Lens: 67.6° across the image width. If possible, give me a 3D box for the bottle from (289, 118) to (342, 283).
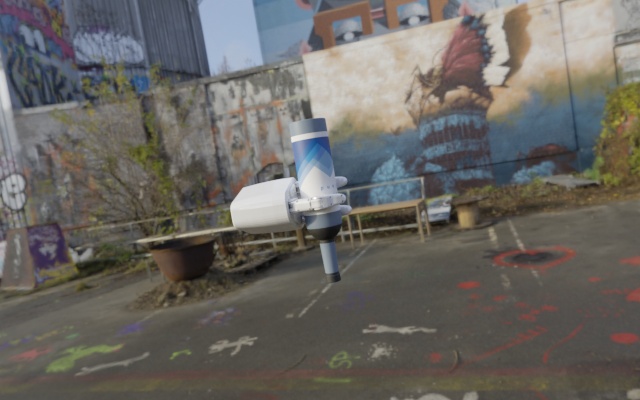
[{"bbox_3d":[0.000,0.003,0.865,0.069,0.296,0.069,-9,4,1],"label":"bottle"}]
